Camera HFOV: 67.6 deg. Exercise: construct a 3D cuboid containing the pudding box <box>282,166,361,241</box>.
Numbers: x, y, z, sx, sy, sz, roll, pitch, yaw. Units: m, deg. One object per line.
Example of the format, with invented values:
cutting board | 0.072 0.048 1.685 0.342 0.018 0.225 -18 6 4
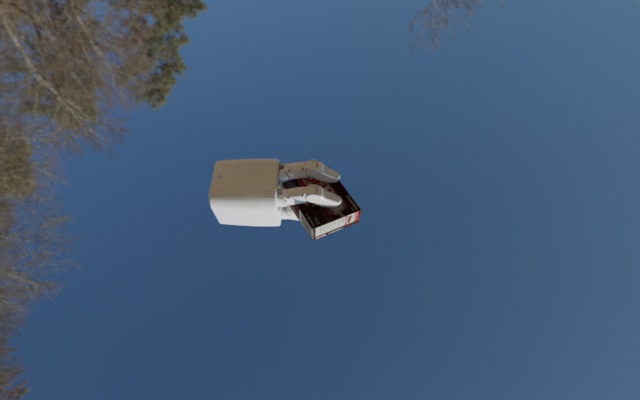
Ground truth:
pudding box | 0.000 0.003 0.790 0.090 0.113 0.039 -21 -34 -19
